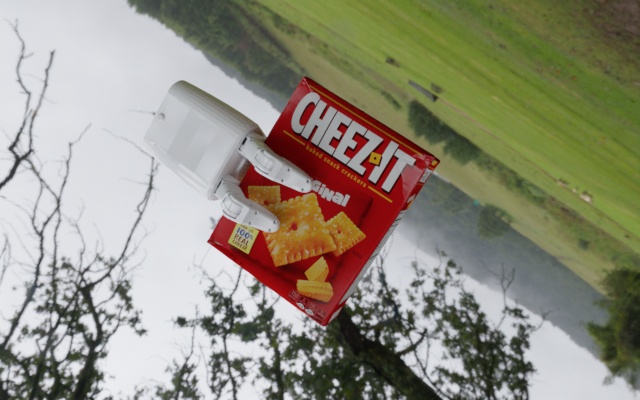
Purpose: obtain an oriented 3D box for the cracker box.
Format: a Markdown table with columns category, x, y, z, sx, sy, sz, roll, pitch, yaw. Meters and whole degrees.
| category | x | y | z | sx | sy | sz | roll | pitch | yaw |
| --- | --- | --- | --- | --- | --- | --- | --- | --- | --- |
| cracker box | 0.000 | 0.002 | 0.520 | 0.164 | 0.214 | 0.072 | 34 | 11 | 13 |
